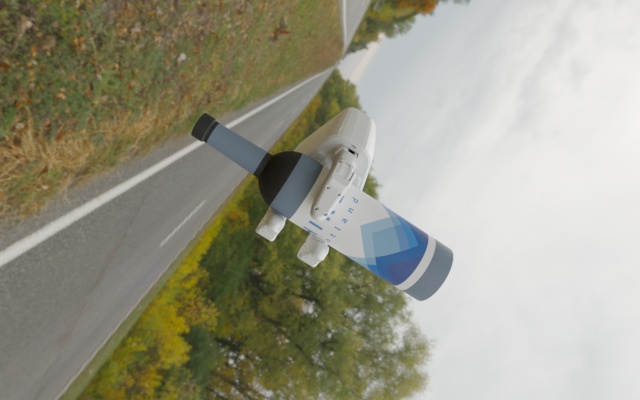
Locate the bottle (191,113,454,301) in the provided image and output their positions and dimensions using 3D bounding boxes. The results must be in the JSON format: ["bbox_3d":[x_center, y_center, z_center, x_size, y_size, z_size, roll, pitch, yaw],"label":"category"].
[{"bbox_3d":[0.000,0.002,0.499,0.296,0.069,0.069,33,-5,-7],"label":"bottle"}]
